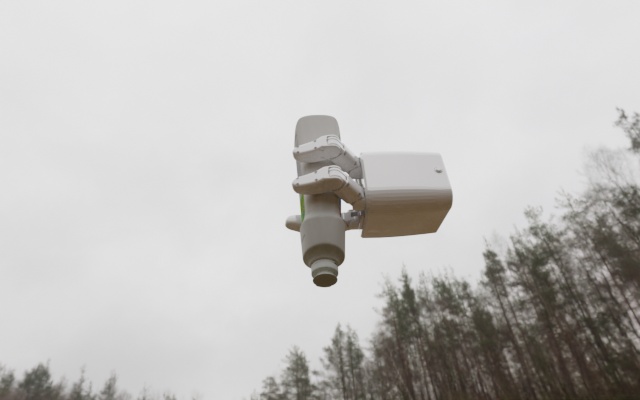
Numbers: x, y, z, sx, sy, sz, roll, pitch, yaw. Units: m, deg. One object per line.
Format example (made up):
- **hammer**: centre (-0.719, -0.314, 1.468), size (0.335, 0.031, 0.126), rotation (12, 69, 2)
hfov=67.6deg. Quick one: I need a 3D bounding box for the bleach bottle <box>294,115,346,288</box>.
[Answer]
- **bleach bottle**: centre (0.000, 0.002, 0.619), size (0.068, 0.250, 0.103), rotation (-2, -42, -1)
